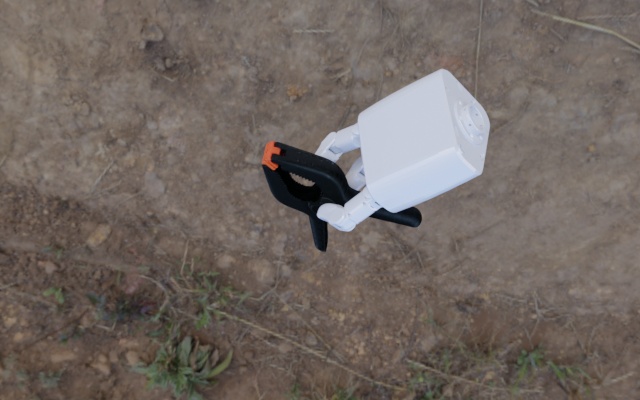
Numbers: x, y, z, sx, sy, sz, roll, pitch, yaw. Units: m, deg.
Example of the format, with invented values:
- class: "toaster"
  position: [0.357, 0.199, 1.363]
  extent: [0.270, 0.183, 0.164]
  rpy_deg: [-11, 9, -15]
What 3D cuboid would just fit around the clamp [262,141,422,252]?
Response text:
- class: "clamp"
  position: [0.000, 0.002, 0.591]
  extent: [0.210, 0.036, 0.164]
  rpy_deg: [33, -42, -32]
